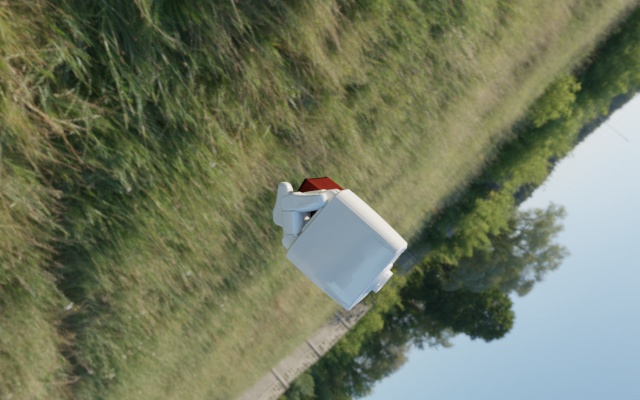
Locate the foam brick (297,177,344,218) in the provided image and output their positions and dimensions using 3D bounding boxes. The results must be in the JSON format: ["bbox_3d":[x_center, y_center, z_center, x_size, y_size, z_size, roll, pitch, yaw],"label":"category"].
[{"bbox_3d":[0.000,0.002,0.680,0.051,0.053,0.078,37,19,16],"label":"foam brick"}]
